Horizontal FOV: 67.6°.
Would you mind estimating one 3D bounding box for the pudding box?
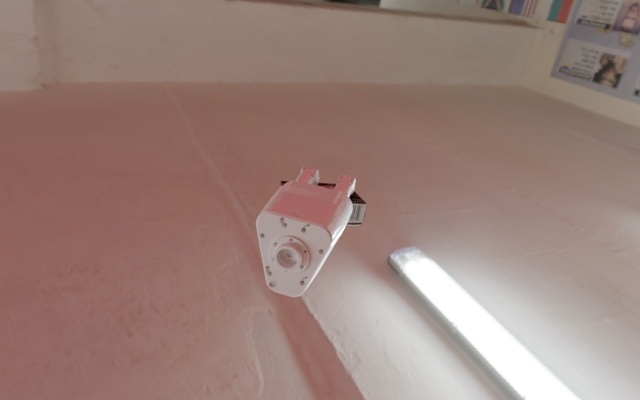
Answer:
[{"bbox_3d":[0.000,0.002,0.707,0.113,0.039,0.090,4,20,-17],"label":"pudding box"}]
